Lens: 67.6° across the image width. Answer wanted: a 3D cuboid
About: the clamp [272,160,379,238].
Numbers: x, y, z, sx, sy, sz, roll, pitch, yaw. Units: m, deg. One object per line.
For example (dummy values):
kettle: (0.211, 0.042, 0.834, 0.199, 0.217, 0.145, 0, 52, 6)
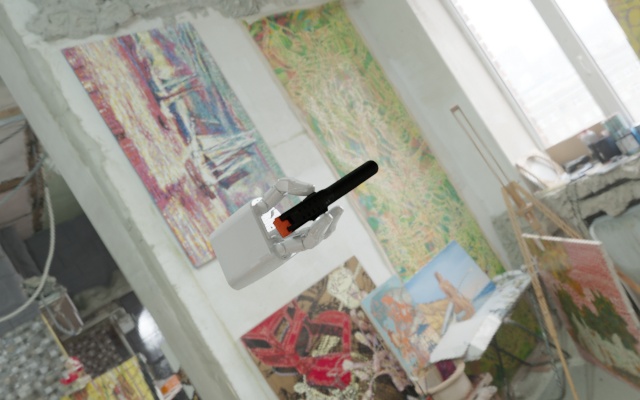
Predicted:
clamp: (-0.001, 0.002, 0.709, 0.164, 0.036, 0.210, -38, -4, 24)
